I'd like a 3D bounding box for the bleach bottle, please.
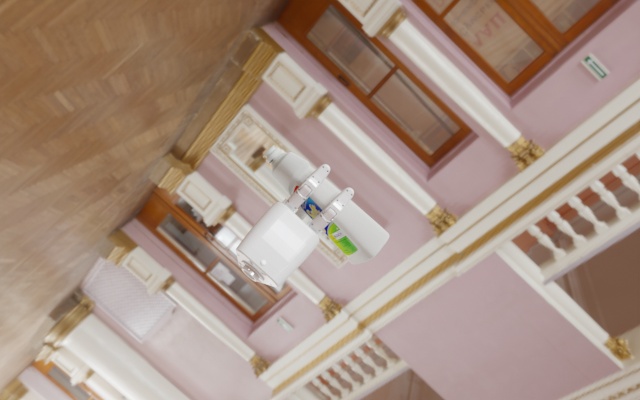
[{"bbox_3d":[0.000,0.003,0.832,0.251,0.068,0.102,43,-23,-5],"label":"bleach bottle"}]
